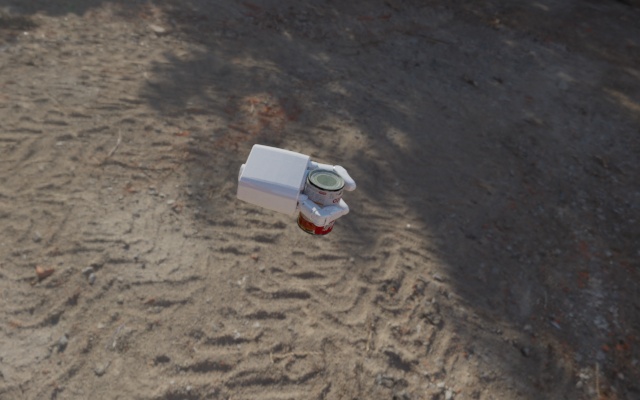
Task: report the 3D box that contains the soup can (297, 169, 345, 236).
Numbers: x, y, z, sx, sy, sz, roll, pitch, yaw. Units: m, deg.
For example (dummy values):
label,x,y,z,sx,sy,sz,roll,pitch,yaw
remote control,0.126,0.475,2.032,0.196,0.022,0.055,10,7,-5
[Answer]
label,x,y,z,sx,sy,sz,roll,pitch,yaw
soup can,0.001,0.003,0.854,0.068,0.102,0.068,10,35,-7
